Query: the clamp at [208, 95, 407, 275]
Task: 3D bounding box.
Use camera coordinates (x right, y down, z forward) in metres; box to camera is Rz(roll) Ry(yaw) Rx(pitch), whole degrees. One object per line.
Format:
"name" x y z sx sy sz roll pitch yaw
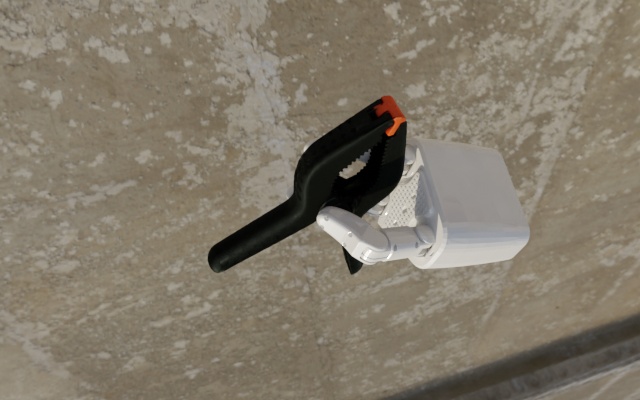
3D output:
"clamp" 0.001 0.002 0.407 0.164 0.036 0.210 0 -42 -27
